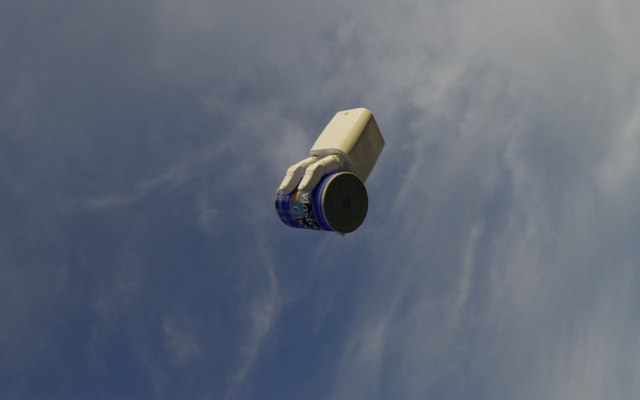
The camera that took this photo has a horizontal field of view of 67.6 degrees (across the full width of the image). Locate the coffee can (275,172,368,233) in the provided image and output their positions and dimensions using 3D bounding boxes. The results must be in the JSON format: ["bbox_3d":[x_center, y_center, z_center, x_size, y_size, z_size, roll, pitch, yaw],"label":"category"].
[{"bbox_3d":[0.000,0.003,0.851,0.103,0.103,0.140,0,1,-40],"label":"coffee can"}]
